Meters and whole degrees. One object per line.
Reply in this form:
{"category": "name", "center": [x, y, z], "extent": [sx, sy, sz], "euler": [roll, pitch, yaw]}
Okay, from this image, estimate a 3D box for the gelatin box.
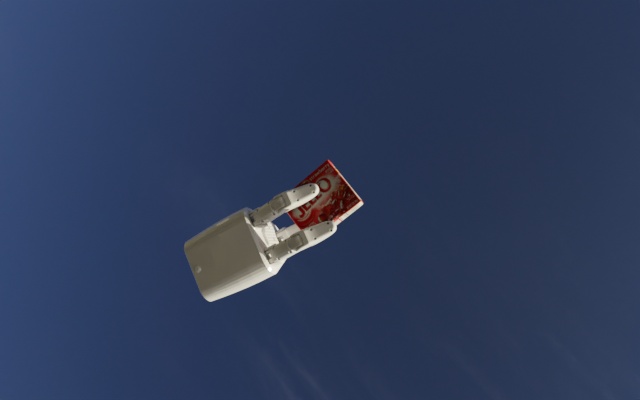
{"category": "gelatin box", "center": [0.000, 0.002, 0.641], "extent": [0.089, 0.073, 0.030], "euler": [-39, -14, 5]}
